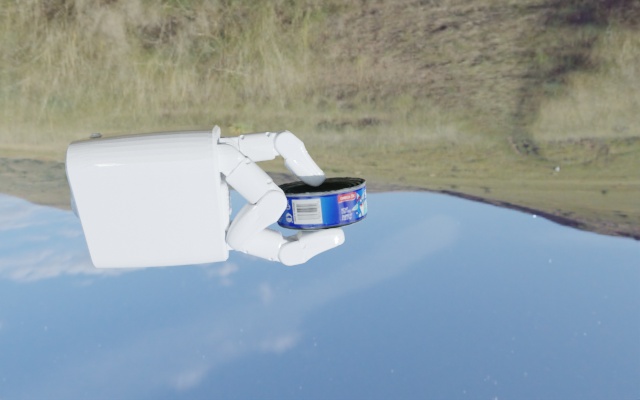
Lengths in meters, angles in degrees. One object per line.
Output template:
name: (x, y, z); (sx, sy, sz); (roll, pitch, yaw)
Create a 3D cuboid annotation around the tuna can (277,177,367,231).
tuna can: (0.000, 0.002, 0.440); (0.086, 0.034, 0.086); (-5, 10, 1)
